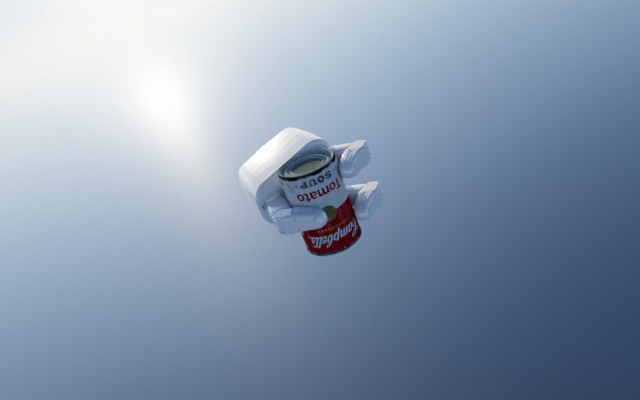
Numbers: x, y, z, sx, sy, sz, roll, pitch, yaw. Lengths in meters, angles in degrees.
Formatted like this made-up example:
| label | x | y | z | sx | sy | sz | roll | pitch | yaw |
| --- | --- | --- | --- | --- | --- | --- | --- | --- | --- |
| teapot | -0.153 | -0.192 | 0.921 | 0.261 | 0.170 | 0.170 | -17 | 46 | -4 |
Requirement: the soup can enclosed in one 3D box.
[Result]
| label | x | y | z | sx | sy | sz | roll | pitch | yaw |
| --- | --- | --- | --- | --- | --- | --- | --- | --- | --- |
| soup can | 0.000 | 0.002 | 0.536 | 0.068 | 0.102 | 0.068 | -16 | 26 | 8 |
